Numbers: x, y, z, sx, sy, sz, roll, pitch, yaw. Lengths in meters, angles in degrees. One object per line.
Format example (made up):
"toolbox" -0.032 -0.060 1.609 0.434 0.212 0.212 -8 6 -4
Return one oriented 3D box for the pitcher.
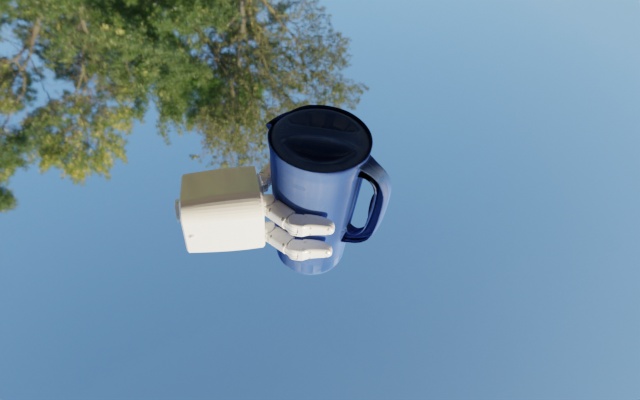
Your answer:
"pitcher" 0.000 0.002 0.677 0.145 0.149 0.243 -6 -42 -11
